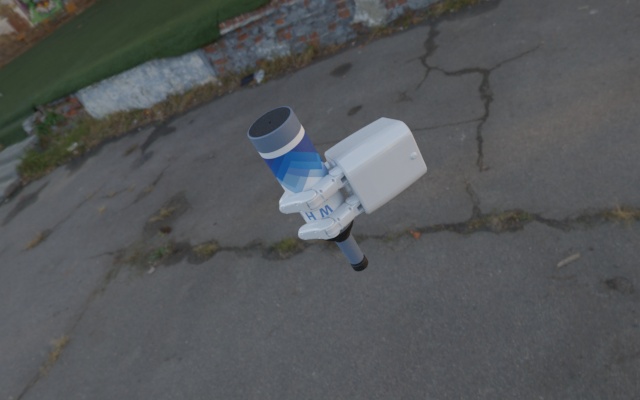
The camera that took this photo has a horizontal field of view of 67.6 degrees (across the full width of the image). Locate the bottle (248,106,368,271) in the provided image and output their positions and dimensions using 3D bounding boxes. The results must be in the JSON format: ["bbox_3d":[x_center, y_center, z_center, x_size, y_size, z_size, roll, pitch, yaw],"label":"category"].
[{"bbox_3d":[0.000,0.002,0.694,0.069,0.069,0.296,0,-44,38],"label":"bottle"}]
